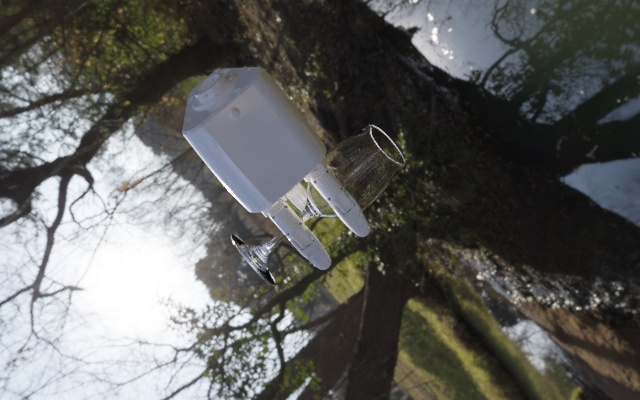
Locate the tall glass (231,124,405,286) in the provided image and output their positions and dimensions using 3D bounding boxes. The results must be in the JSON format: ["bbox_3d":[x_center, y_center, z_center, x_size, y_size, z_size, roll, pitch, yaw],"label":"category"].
[{"bbox_3d":[0.000,0.002,0.537,0.201,0.079,0.079,-40,2,-3],"label":"tall glass"}]
